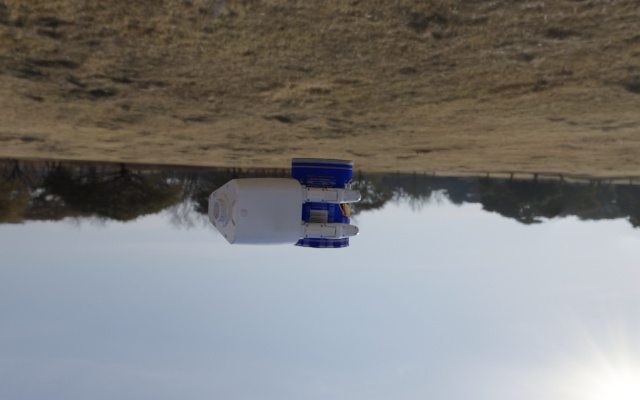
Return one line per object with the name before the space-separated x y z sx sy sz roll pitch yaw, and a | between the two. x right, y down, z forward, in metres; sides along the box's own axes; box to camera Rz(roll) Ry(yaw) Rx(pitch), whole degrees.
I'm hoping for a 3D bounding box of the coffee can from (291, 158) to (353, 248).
coffee can | 0.000 0.002 0.790 0.103 0.140 0.103 2 2 0
